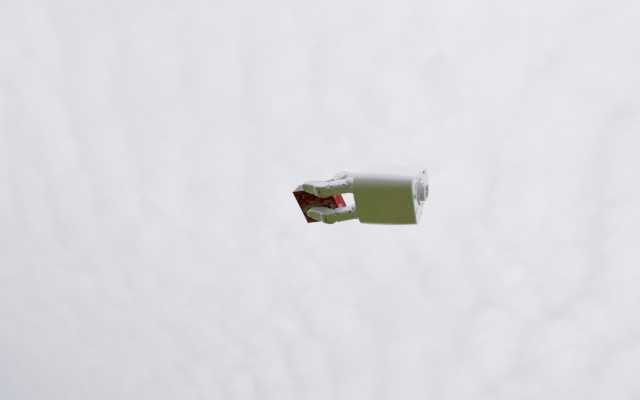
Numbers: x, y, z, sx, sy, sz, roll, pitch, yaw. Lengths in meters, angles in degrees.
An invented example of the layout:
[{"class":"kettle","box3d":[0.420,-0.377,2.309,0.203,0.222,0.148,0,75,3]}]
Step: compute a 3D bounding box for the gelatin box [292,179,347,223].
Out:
[{"class":"gelatin box","box3d":[0.000,0.003,0.894,0.089,0.073,0.030,-8,28,37]}]
